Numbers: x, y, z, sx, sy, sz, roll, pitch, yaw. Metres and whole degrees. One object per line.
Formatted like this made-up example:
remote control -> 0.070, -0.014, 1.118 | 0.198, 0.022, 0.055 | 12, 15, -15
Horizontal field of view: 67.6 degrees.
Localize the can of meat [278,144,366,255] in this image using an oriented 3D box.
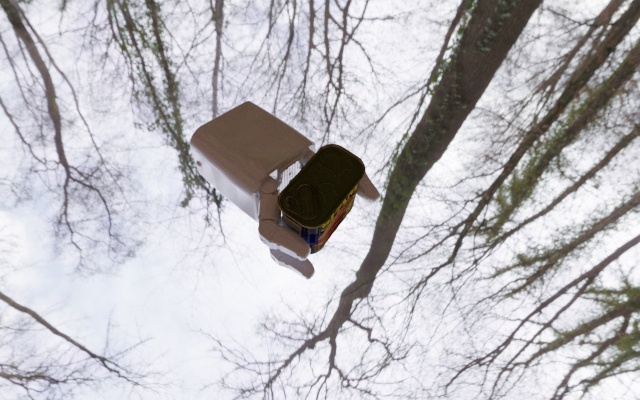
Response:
can of meat -> 0.000, 0.002, 0.530 | 0.057, 0.102, 0.084 | 34, -25, 14
